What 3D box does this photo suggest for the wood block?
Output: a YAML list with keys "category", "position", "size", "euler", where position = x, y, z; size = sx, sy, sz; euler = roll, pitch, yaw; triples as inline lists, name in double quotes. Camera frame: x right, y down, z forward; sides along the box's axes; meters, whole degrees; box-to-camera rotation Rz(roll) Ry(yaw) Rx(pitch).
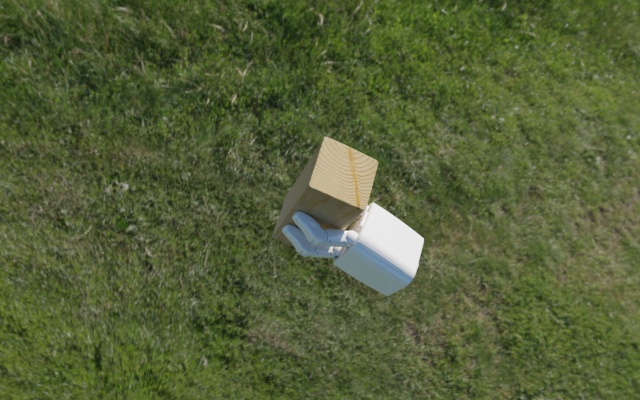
- category: "wood block"
  position: [0.001, 0.002, 0.757]
  size: [0.090, 0.090, 0.206]
  euler: [23, -30, -10]
